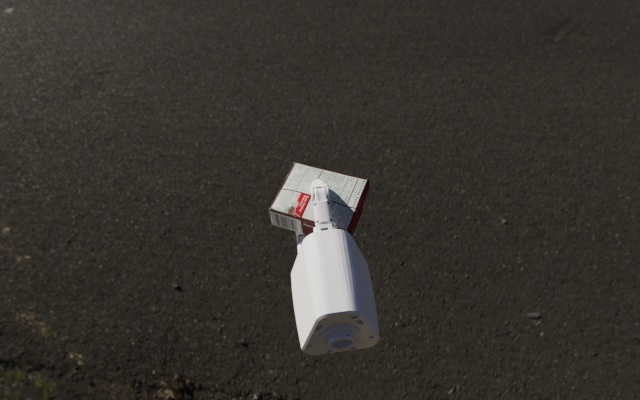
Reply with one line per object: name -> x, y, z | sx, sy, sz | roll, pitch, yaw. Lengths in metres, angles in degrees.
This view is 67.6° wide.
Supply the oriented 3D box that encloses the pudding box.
pudding box -> 0.000, 0.002, 0.639 | 0.113, 0.090, 0.039 | 16, -35, 15
